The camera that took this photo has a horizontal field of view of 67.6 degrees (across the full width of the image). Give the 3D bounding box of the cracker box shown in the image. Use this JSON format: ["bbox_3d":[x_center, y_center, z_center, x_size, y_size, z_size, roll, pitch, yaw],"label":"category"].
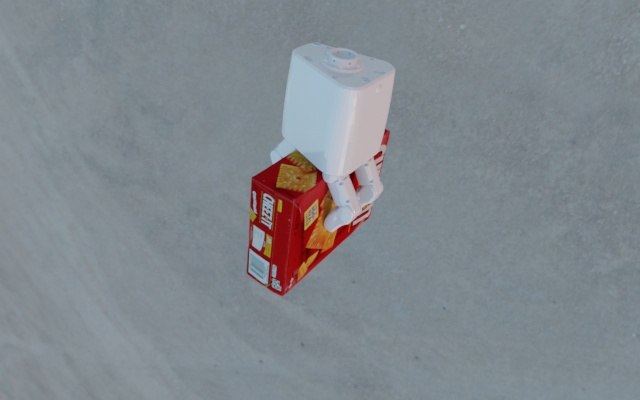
[{"bbox_3d":[0.000,0.002,0.631,0.072,0.164,0.213,30,43,23],"label":"cracker box"}]
